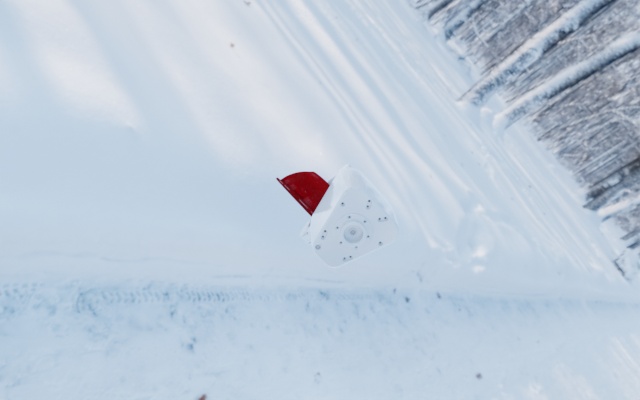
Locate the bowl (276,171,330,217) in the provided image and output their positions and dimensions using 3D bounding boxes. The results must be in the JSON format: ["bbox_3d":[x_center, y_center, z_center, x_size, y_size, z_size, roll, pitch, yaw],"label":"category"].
[{"bbox_3d":[0.000,0.002,0.805,0.055,0.162,0.162,-45,-4,-4],"label":"bowl"}]
